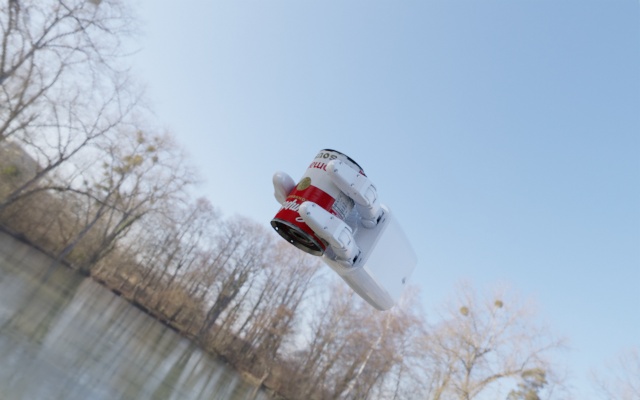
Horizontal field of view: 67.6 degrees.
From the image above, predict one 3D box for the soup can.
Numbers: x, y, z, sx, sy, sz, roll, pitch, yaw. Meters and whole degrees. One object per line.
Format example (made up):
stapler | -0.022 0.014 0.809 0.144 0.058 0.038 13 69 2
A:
soup can | 0.000 0.001 0.531 0.068 0.102 0.068 29 -19 11
